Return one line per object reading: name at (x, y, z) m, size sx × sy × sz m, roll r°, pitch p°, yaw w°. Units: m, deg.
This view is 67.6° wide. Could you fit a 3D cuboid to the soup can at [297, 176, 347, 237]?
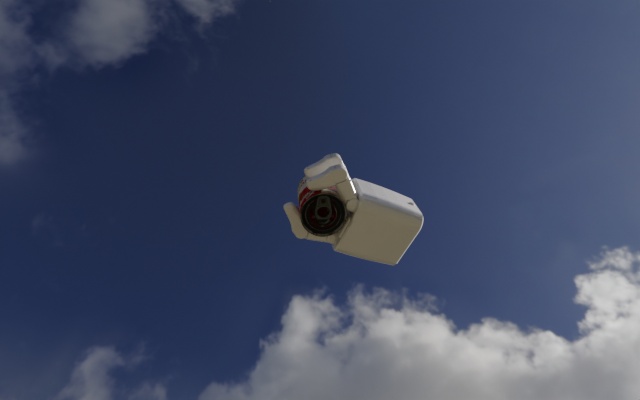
soup can at (0.000, 0.002, 0.729) m, size 0.068 × 0.068 × 0.102 m, roll 0°, pitch 22°, yaw -6°
